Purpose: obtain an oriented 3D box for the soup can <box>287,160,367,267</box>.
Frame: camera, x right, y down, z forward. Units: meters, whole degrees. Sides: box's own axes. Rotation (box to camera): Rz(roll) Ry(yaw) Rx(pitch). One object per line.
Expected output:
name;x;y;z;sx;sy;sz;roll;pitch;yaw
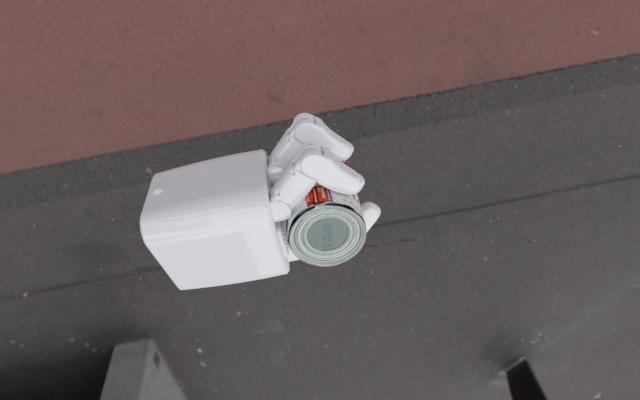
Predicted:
soup can;0.001;0.002;0.432;0.068;0.068;0.102;0;35;-8
